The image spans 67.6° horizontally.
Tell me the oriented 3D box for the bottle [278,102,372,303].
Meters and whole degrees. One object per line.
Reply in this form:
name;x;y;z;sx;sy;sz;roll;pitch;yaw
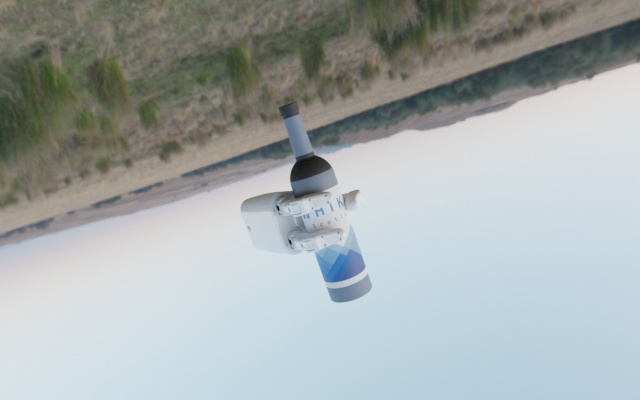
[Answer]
bottle;0.000;0.003;0.699;0.069;0.296;0.069;-18;10;3
